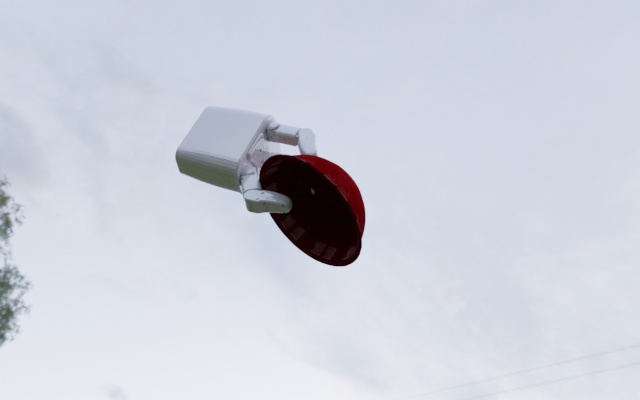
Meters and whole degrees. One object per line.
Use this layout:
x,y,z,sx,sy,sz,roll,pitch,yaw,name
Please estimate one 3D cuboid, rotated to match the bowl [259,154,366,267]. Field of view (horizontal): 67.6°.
0.001,0.002,0.588,0.162,0.162,0.055,0,32,49,bowl
